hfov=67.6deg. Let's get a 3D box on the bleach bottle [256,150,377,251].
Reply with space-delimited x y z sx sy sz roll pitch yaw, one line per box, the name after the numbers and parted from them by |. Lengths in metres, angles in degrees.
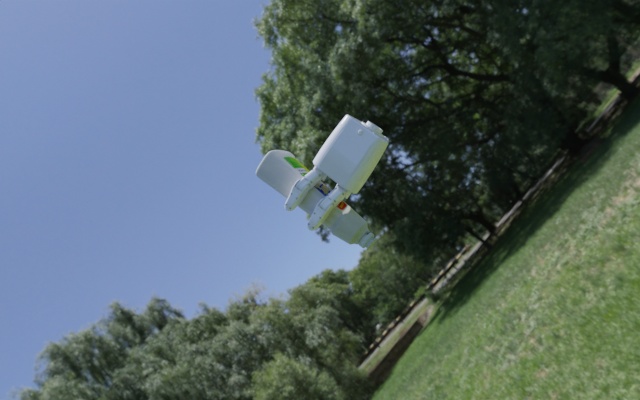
0.000 0.003 0.882 0.250 0.068 0.102 38 14 17 | bleach bottle
